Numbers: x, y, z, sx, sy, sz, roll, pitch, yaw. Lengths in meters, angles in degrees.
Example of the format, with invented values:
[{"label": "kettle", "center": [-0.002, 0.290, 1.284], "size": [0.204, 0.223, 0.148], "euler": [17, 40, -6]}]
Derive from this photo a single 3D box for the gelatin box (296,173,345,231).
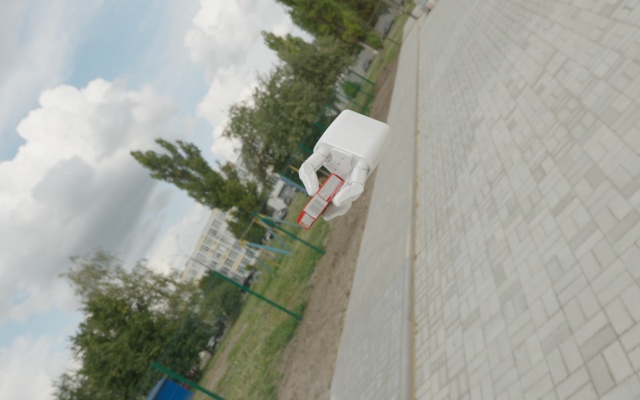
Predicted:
[{"label": "gelatin box", "center": [0.000, 0.003, 0.818], "size": [0.030, 0.089, 0.073], "euler": [38, -22, 1]}]
